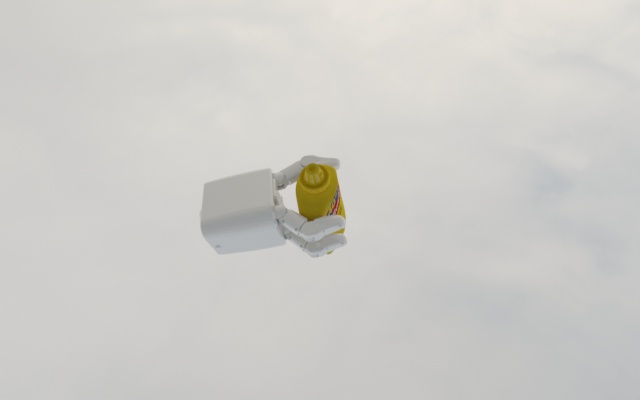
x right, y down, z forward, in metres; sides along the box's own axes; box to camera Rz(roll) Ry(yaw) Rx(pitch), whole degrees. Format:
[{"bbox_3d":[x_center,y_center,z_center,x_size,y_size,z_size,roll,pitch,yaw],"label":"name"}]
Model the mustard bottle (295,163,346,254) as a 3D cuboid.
[{"bbox_3d":[0.000,0.002,0.700,0.058,0.096,0.192,11,-25,14],"label":"mustard bottle"}]
